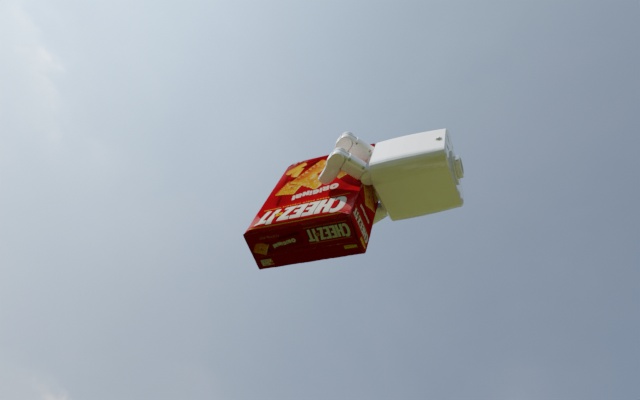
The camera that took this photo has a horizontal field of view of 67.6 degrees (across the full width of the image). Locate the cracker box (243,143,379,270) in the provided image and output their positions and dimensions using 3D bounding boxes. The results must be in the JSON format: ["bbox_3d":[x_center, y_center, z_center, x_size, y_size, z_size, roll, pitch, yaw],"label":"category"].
[{"bbox_3d":[0.000,0.002,0.720,0.164,0.072,0.213,-12,26,23],"label":"cracker box"}]
